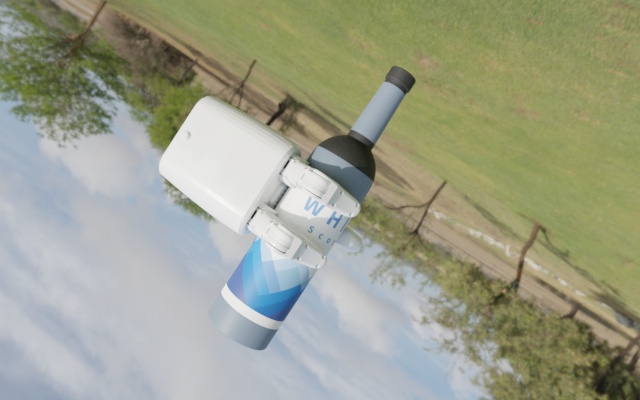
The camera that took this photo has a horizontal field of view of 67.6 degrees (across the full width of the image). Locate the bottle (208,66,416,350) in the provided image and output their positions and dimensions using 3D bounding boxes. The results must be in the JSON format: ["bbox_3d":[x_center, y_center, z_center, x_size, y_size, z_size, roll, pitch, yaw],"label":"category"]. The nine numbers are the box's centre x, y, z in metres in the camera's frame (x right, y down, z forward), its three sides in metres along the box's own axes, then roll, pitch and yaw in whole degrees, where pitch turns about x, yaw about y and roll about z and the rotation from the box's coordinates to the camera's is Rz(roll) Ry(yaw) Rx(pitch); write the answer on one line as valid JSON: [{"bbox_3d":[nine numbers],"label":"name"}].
[{"bbox_3d":[0.000,0.002,0.461,0.069,0.295,0.069,33,0,0],"label":"bottle"}]
